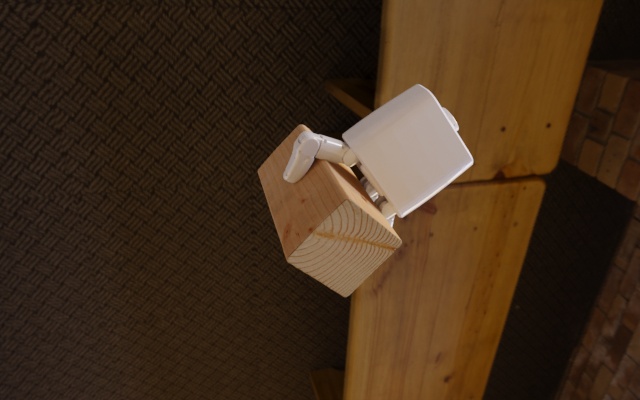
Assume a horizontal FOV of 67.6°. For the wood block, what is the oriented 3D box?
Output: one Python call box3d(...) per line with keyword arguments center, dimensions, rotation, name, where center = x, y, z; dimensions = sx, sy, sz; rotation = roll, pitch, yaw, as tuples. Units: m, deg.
box3d(center=(0.000, 0.001, 0.565), dimensions=(0.091, 0.090, 0.206), rotation=(38, 13, -30), name="wood block")
